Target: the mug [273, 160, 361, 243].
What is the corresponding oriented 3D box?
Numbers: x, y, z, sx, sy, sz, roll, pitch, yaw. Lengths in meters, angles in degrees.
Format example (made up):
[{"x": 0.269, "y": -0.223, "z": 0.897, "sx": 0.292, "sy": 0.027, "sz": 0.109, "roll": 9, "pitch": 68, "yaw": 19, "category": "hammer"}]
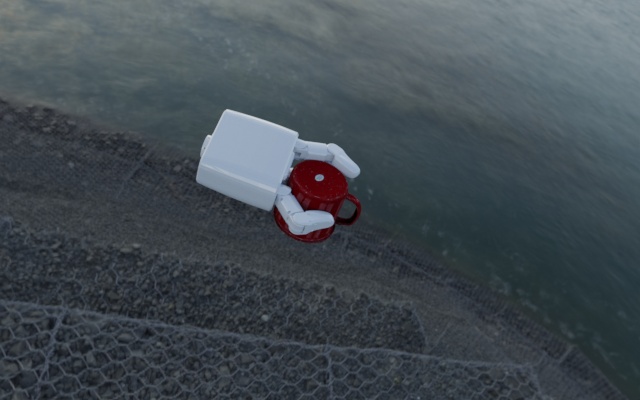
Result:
[{"x": 0.002, "y": 0.003, "z": 0.664, "sx": 0.117, "sy": 0.082, "sz": 0.093, "roll": 19, "pitch": 42, "yaw": -5, "category": "mug"}]
